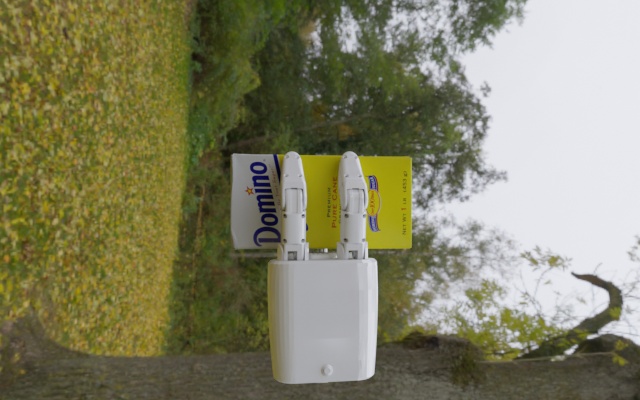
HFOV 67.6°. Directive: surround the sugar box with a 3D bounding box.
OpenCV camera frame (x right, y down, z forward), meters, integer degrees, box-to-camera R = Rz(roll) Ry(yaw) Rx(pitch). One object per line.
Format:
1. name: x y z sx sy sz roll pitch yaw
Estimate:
1. sugar box: 0.000 0.002 0.474 0.176 0.093 0.048 0 -1 -9
